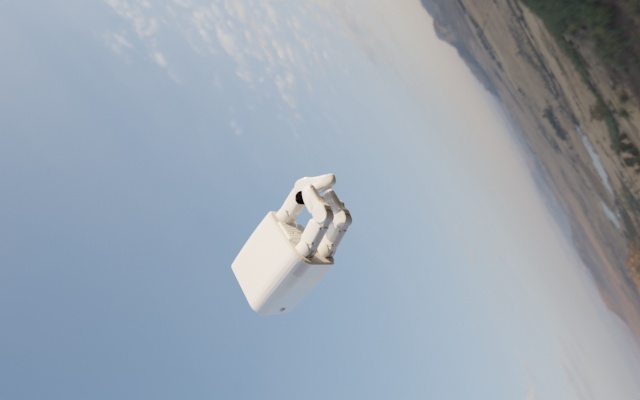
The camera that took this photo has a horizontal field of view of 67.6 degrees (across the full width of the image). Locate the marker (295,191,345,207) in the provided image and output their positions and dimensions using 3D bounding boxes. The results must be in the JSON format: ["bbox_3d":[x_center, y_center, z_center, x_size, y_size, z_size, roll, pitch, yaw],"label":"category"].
[{"bbox_3d":[0.000,0.002,0.697,0.020,0.020,0.121,0,-6,30],"label":"marker"}]
